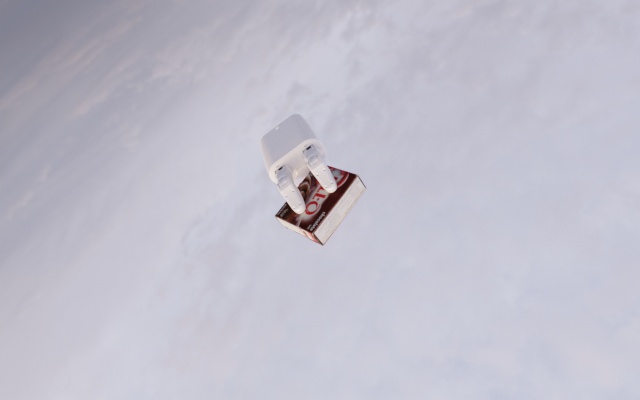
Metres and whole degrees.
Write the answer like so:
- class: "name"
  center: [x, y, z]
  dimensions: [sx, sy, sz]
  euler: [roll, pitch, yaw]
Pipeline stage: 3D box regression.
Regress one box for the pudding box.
- class: "pudding box"
  center: [0.000, 0.002, 0.707]
  dimensions: [0.090, 0.113, 0.039]
  euler: [21, -20, 46]
